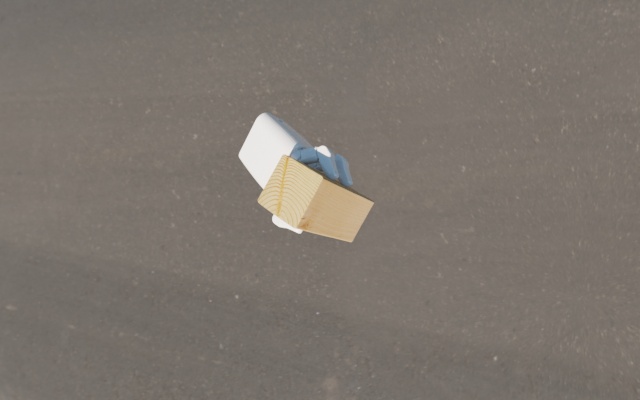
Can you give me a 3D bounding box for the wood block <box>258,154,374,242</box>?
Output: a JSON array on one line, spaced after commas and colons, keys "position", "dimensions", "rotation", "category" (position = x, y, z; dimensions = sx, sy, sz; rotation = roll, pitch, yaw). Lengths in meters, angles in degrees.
[{"position": [0.000, 0.003, 0.821], "dimensions": [0.090, 0.091, 0.206], "rotation": [33, 6, 30], "category": "wood block"}]
